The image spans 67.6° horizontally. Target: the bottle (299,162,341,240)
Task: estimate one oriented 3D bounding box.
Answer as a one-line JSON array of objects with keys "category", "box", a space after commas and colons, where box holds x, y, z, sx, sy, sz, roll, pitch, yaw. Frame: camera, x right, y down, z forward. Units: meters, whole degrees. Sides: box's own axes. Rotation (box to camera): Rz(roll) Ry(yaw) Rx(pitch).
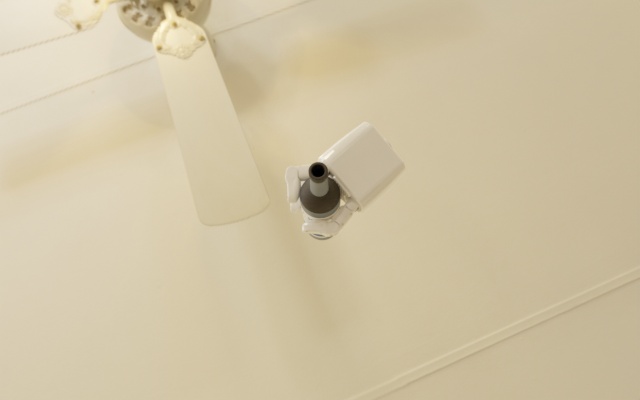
[{"category": "bottle", "box": [0.000, 0.003, 0.797, 0.069, 0.069, 0.296, 0, -17, 1]}]
